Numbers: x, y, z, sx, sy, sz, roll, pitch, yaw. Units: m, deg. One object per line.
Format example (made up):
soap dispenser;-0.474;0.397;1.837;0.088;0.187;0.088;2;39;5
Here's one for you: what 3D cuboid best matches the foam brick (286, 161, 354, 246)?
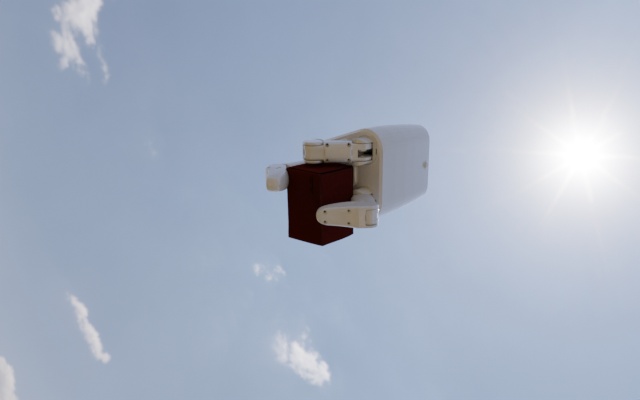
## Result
foam brick;0.000;0.002;0.506;0.053;0.078;0.051;13;20;42
